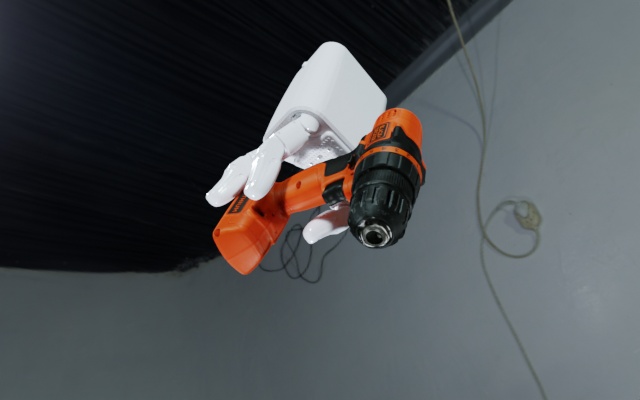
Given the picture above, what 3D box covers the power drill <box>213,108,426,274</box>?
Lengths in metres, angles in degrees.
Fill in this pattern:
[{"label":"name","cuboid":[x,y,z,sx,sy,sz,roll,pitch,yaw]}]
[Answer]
[{"label":"power drill","cuboid":[0.000,0.001,0.411,0.188,0.057,0.184,-22,21,26]}]
